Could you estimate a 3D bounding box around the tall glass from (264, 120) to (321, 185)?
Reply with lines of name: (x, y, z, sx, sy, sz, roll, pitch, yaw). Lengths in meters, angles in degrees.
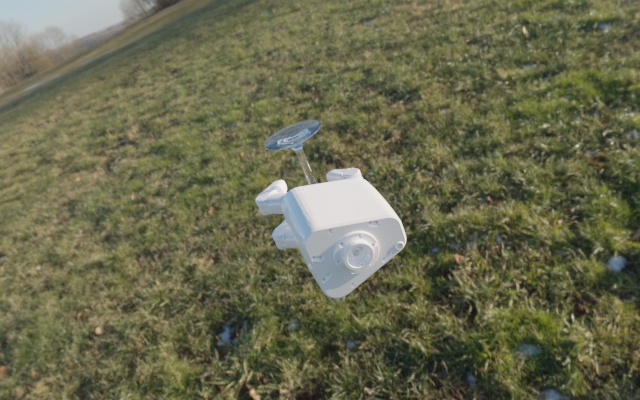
tall glass: (0.000, 0.001, 0.622, 0.079, 0.201, 0.079, -18, 27, 10)
